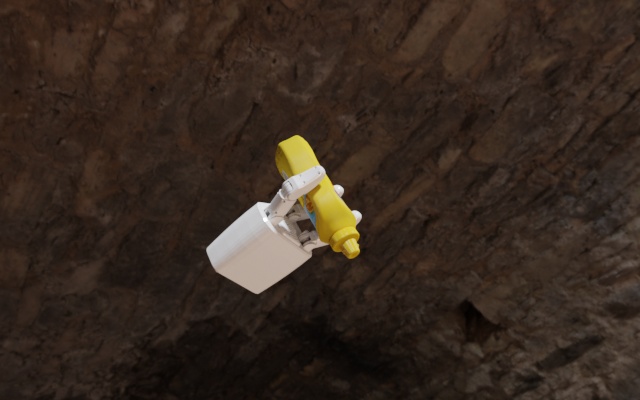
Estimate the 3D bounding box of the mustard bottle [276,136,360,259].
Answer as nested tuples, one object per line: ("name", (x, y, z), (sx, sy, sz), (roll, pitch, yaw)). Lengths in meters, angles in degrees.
("mustard bottle", (0.000, 0.002, 0.679), (0.058, 0.191, 0.096), (-26, -31, -10))
